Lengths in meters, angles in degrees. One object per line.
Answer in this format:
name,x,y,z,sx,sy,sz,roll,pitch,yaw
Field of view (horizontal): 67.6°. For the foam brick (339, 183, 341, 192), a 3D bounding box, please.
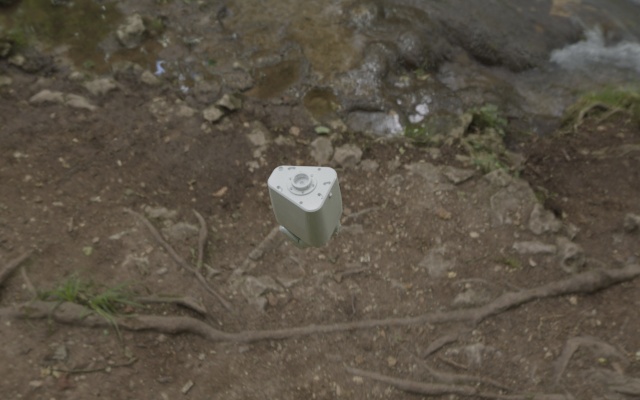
foam brick,0.000,0.003,0.896,0.053,0.078,0.051,17,-32,18
